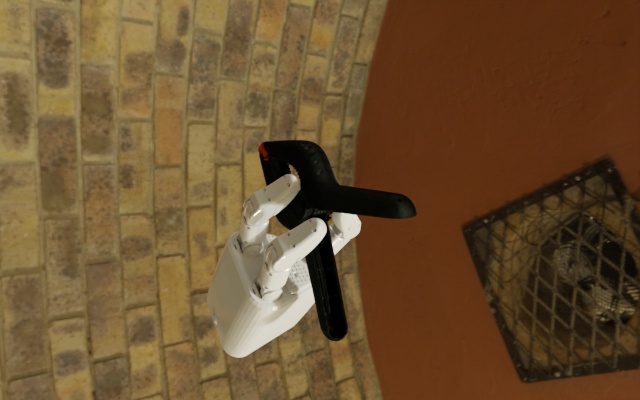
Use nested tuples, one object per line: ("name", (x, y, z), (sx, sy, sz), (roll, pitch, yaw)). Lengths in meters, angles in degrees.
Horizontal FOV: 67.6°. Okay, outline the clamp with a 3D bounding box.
("clamp", (0.000, 0.001, 0.447), (0.036, 0.210, 0.165), (-4, -41, -36))
